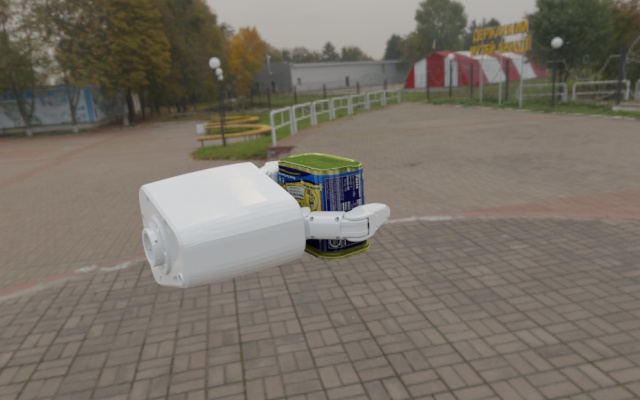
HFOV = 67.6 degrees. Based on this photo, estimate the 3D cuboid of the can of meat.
[{"bbox_3d":[0.000,0.001,0.465,0.057,0.084,0.102,-13,18,-31],"label":"can of meat"}]
